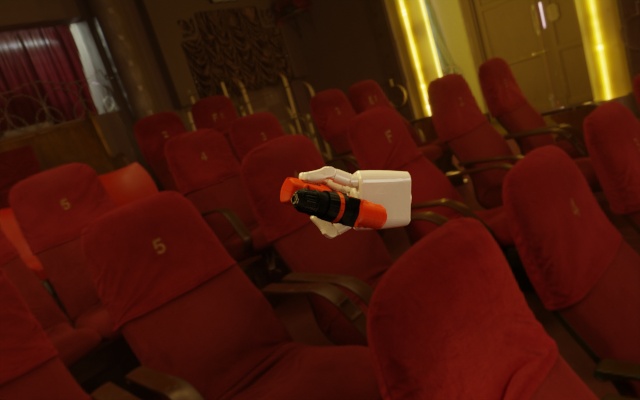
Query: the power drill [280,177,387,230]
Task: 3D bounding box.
[{"bbox_3d":[0.000,0.003,0.856,0.184,0.057,0.187,15,4,-32],"label":"power drill"}]
